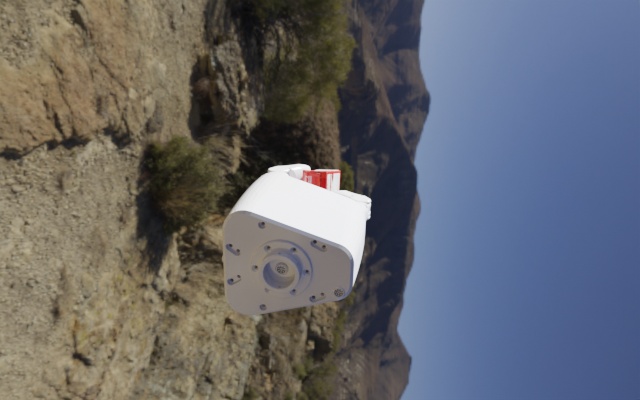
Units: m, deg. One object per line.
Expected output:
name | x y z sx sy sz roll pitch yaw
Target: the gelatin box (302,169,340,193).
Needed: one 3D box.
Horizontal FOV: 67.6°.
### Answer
gelatin box | 0.001 0.002 0.543 0.030 0.073 0.089 4 5 11
